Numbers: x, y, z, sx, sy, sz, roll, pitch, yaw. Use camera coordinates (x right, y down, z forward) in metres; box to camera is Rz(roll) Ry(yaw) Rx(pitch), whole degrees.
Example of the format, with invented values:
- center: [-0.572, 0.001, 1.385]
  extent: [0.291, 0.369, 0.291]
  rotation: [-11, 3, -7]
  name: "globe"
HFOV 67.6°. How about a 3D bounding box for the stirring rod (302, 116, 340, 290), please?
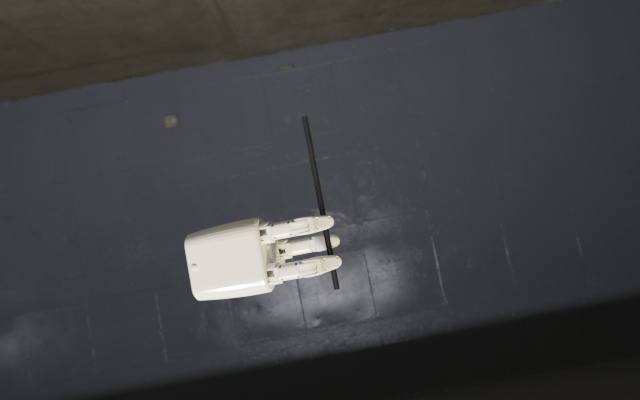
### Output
- center: [0.000, 0.002, 0.653]
  extent: [0.011, 0.239, 0.011]
  rotation: [-11, -3, -1]
  name: "stirring rod"
